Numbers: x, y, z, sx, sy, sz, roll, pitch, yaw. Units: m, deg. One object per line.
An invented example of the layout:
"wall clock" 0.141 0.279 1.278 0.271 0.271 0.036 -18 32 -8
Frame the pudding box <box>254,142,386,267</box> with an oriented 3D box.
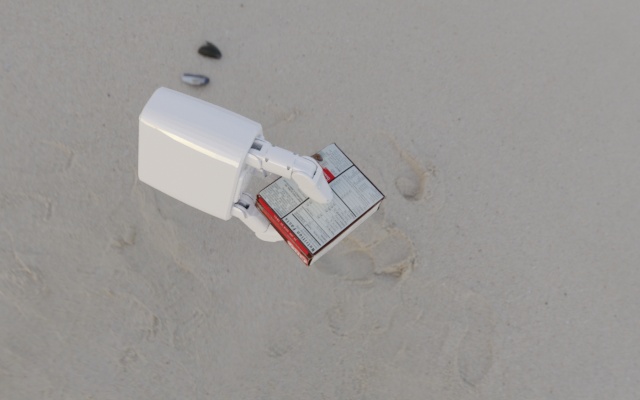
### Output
"pudding box" 0.000 0.002 0.513 0.113 0.090 0.039 -37 -12 -23
